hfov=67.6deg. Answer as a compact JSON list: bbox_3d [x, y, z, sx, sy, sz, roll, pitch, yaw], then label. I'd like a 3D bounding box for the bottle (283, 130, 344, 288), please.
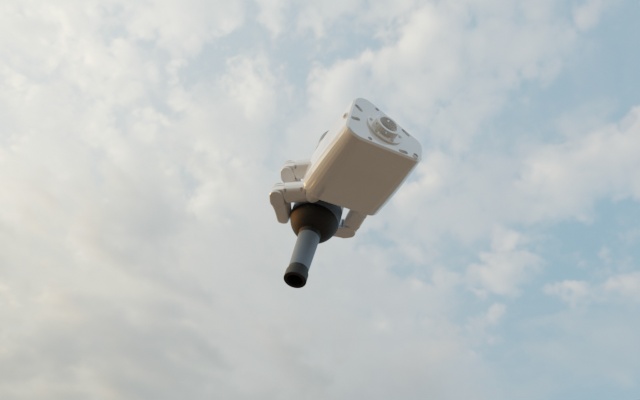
[{"bbox_3d":[0.000,0.002,0.660,0.069,0.069,0.295,0,38,15],"label":"bottle"}]
